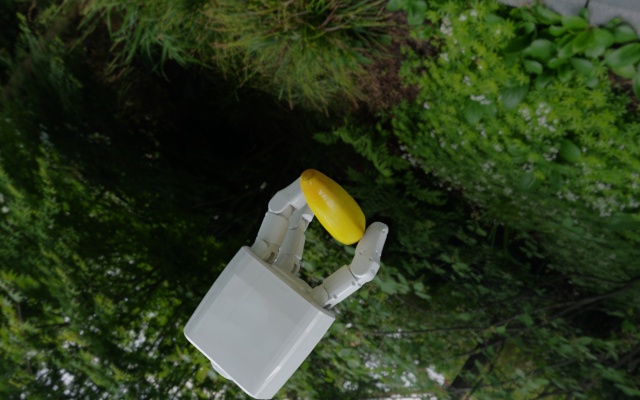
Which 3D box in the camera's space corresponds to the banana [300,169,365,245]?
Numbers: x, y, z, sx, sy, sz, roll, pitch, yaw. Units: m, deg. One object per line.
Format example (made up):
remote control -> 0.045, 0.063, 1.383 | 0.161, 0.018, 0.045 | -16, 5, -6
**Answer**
banana -> 0.015, 0.013, 0.468 | 0.069, 0.037, 0.198 | 39, -3, 7
